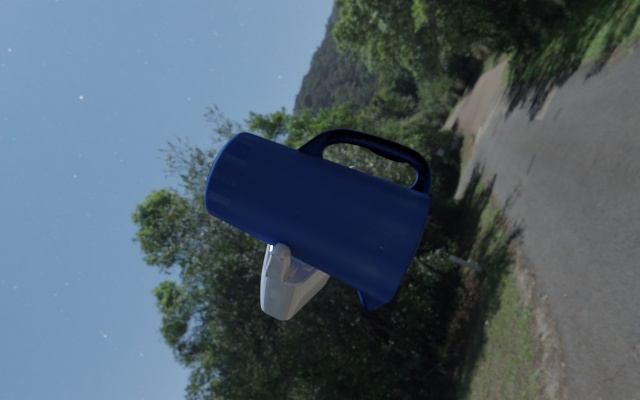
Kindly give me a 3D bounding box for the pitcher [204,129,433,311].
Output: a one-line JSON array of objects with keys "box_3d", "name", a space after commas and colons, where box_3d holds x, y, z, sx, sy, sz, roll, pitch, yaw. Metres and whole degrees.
[{"box_3d": [0.000, 0.002, 0.551, 0.243, 0.149, 0.145, 23, -40, 8], "name": "pitcher"}]
